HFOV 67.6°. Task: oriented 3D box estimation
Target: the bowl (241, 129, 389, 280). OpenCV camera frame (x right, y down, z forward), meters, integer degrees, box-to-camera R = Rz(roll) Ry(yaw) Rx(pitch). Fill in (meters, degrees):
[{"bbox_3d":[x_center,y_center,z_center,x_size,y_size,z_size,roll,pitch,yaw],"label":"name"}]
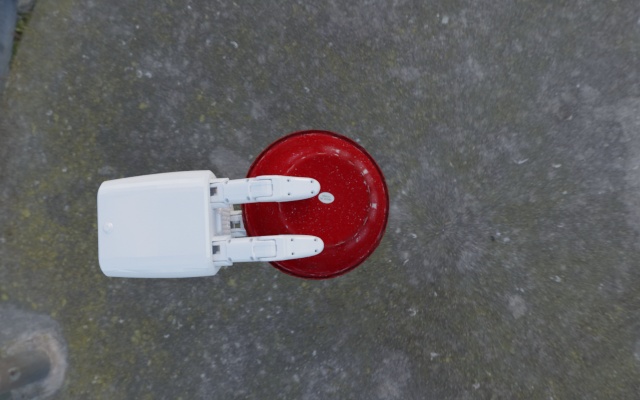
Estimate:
[{"bbox_3d":[0.001,0.001,0.487,0.162,0.162,0.055,0,-5,-9],"label":"bowl"}]
